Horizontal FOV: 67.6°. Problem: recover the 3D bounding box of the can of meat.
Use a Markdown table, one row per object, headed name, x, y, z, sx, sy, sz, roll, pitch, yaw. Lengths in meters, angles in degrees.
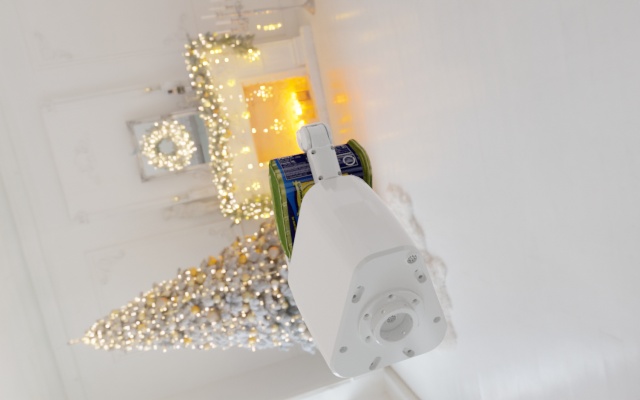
| name | x | y | z | sx | sy | sz | roll | pitch | yaw |
| --- | --- | --- | --- | --- | --- | --- | --- | --- | --- |
| can of meat | 0.000 | 0.001 | 0.447 | 0.084 | 0.102 | 0.057 | -13 | 33 | -13 |
